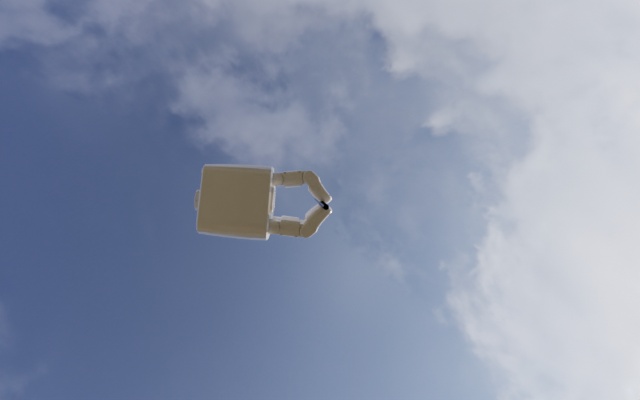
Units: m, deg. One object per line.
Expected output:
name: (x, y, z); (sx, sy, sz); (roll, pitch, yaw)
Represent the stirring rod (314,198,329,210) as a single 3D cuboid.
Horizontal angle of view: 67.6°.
stirring rod: (0.000, 0.002, 0.772); (0.011, 0.011, 0.239); (0, 3, -4)
